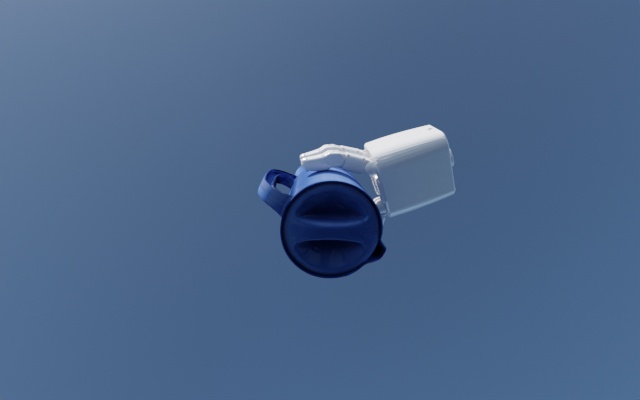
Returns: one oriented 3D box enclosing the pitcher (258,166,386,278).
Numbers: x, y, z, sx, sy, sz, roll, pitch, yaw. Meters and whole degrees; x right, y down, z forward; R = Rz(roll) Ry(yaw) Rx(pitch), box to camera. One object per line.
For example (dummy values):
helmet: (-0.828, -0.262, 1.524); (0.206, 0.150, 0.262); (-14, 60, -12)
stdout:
pitcher: (0.000, 0.002, 0.718); (0.145, 0.149, 0.242); (-17, 16, 2)
